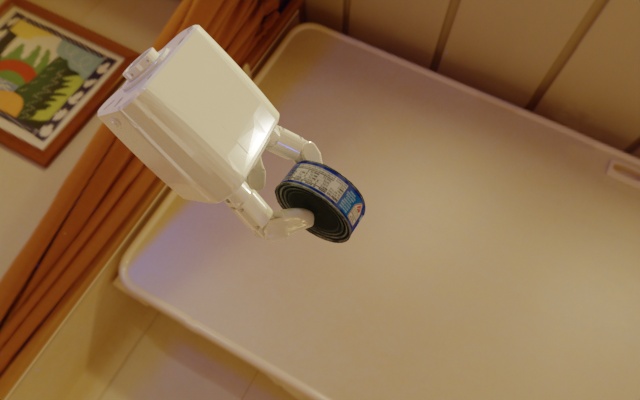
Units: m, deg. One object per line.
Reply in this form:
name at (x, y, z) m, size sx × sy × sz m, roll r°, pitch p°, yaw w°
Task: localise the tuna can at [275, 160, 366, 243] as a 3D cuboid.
tuna can at (0.000, 0.001, 0.464) m, size 0.086 × 0.033 × 0.086 m, roll 28°, pitch -26°, yaw 15°
